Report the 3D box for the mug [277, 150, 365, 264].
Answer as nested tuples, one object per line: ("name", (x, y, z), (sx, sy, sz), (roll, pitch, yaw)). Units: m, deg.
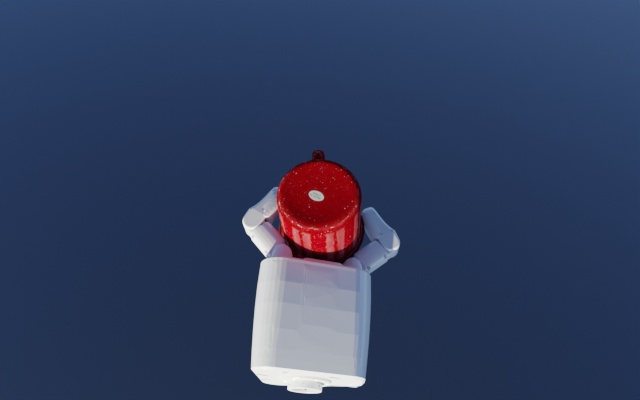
("mug", (0.000, 0.000, 0.489), (0.093, 0.117, 0.081), (0, -28, 3))
